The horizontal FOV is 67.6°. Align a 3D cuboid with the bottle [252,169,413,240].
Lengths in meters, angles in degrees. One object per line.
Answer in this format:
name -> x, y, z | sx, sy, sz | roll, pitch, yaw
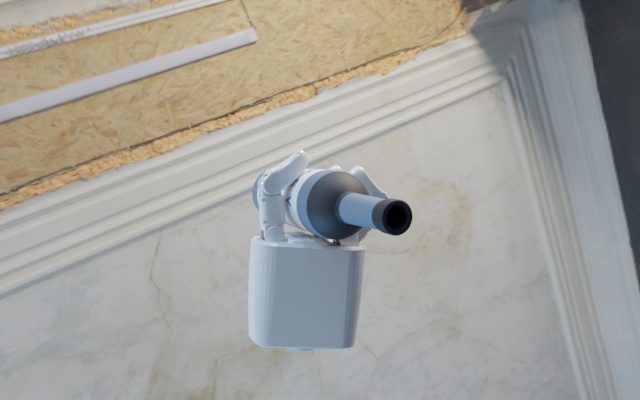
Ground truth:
bottle -> 0.000, 0.001, 0.490 | 0.069, 0.069, 0.295 | 0, 4, -23
